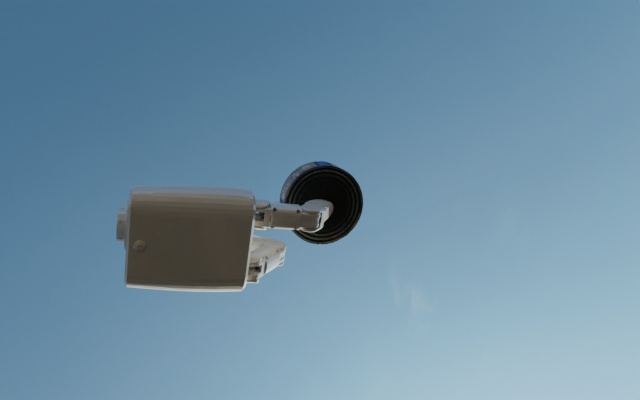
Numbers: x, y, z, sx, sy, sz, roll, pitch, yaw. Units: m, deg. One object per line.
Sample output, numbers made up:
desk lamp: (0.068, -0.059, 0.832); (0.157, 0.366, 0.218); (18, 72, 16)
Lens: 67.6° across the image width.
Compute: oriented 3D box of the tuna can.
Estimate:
tuna can: (0.000, 0.002, 0.515); (0.086, 0.086, 0.033); (0, 15, -16)
